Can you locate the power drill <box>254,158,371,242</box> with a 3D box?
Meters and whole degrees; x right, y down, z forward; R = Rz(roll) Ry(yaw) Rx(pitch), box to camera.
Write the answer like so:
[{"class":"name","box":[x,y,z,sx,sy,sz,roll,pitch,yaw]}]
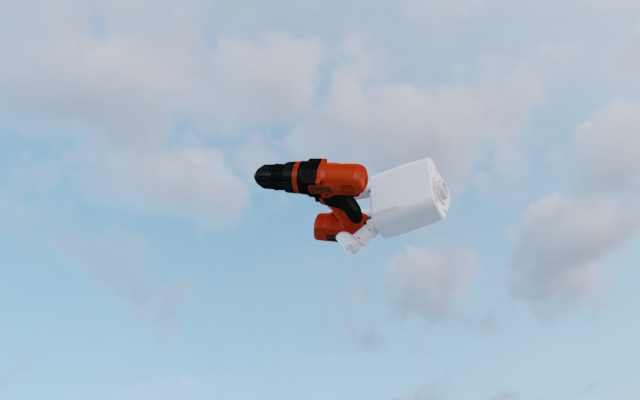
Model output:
[{"class":"power drill","box":[0.001,0.003,0.793,0.184,0.057,0.188,4,-31,21]}]
